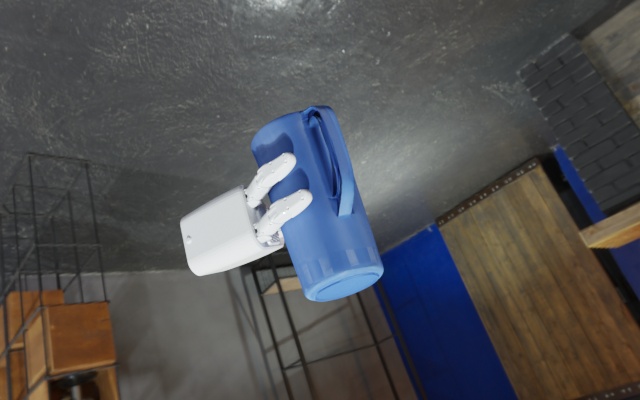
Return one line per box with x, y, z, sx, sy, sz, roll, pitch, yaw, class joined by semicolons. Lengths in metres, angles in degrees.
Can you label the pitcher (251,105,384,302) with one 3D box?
0.000;0.002;0.648;0.145;0.242;0.149;-25;-24;13;pitcher
